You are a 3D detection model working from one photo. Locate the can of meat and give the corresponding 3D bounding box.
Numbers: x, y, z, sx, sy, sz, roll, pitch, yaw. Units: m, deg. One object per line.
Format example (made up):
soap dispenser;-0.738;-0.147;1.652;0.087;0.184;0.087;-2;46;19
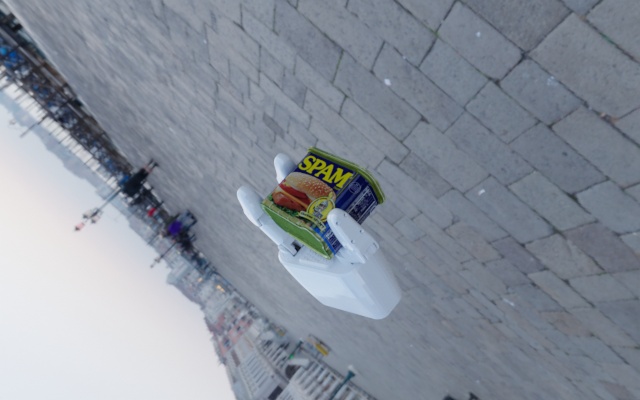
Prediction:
can of meat;0.000;0.002;0.488;0.102;0.084;0.057;28;-21;42
